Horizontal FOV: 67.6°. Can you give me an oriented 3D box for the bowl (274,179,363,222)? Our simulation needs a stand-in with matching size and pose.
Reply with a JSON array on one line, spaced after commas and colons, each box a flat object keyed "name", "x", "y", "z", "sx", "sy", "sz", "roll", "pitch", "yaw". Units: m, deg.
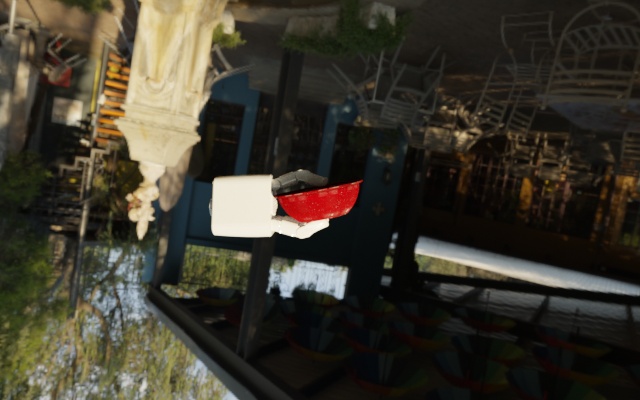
[{"name": "bowl", "x": 0.001, "y": 0.003, "z": 0.854, "sx": 0.162, "sy": 0.055, "sz": 0.162, "roll": -11, "pitch": 4, "yaw": 1}]
